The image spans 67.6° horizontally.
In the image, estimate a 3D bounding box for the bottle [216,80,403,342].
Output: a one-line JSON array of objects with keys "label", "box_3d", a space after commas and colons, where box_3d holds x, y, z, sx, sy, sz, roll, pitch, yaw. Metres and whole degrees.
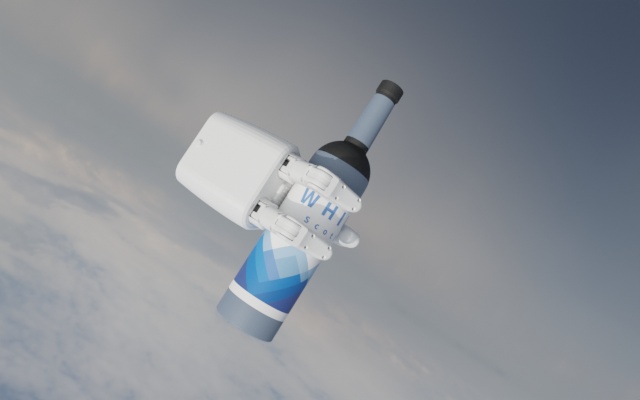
[{"label": "bottle", "box_3d": [0.000, 0.002, 0.499, 0.069, 0.295, 0.069, 32, -6, 4]}]
